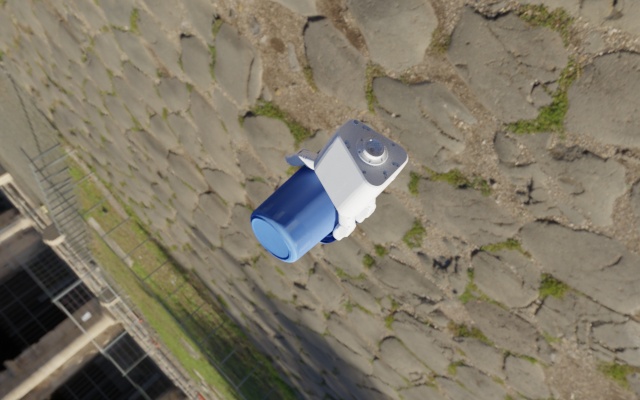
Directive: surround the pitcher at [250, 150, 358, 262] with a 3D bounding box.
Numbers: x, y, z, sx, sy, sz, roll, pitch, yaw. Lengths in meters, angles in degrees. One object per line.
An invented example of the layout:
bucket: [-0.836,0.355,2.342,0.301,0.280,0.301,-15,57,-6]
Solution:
pitcher: [0.000,0.003,0.843,0.242,0.149,0.145,-42,-3,-29]
